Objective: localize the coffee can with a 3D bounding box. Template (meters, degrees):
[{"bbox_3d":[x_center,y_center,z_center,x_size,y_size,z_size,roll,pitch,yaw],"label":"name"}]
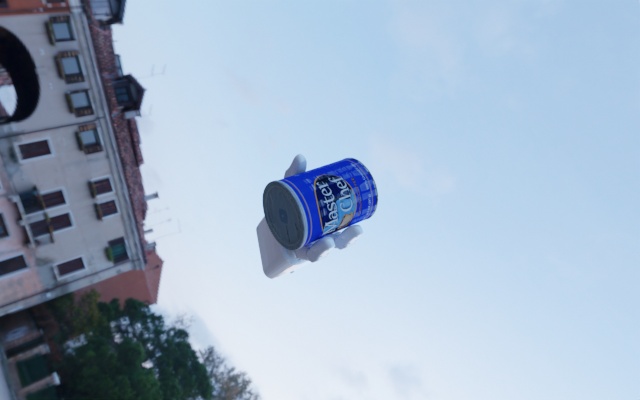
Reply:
[{"bbox_3d":[0.000,0.002,0.708,0.140,0.103,0.103,-20,12,-34],"label":"coffee can"}]
